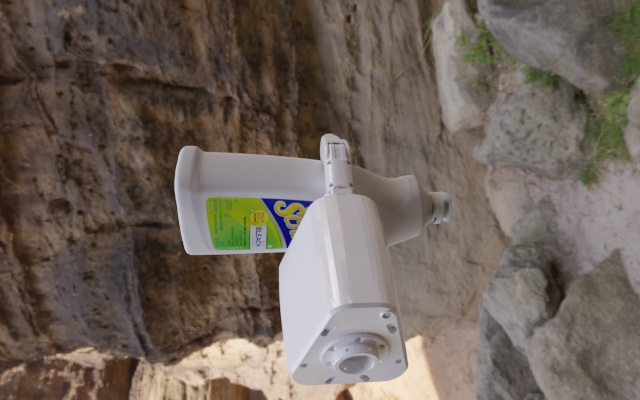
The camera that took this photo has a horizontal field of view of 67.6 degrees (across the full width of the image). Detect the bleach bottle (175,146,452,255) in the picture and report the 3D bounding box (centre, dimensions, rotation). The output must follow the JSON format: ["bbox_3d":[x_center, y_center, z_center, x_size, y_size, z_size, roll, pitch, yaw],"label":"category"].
[{"bbox_3d":[0.000,0.002,0.449,0.251,0.103,0.068,-1,41,-7],"label":"bleach bottle"}]
